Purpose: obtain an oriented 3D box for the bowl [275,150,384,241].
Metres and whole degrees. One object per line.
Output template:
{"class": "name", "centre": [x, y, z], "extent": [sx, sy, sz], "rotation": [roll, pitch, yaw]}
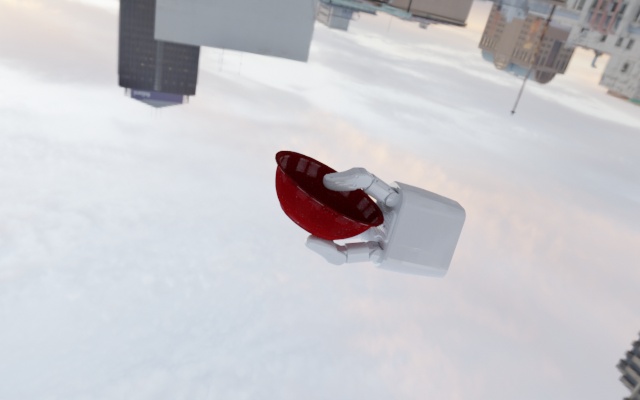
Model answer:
{"class": "bowl", "centre": [-0.001, 0.002, 0.615], "extent": [0.162, 0.055, 0.162], "rotation": [30, 18, -11]}
